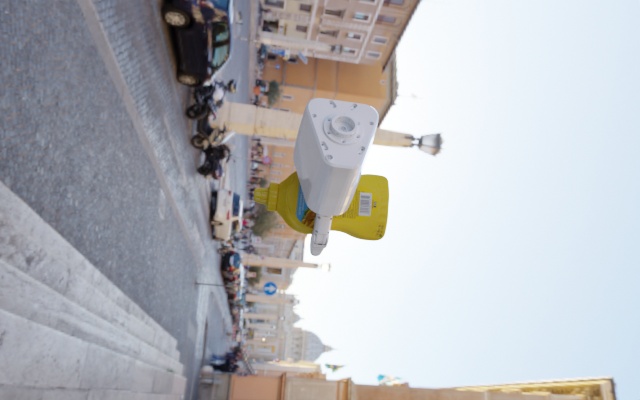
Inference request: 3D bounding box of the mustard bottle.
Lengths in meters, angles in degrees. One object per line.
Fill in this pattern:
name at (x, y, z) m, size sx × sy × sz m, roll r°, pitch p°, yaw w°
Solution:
mustard bottle at (0.000, 0.002, 0.690) m, size 0.191 × 0.096 × 0.058 m, roll 6°, pitch -8°, yaw -7°
